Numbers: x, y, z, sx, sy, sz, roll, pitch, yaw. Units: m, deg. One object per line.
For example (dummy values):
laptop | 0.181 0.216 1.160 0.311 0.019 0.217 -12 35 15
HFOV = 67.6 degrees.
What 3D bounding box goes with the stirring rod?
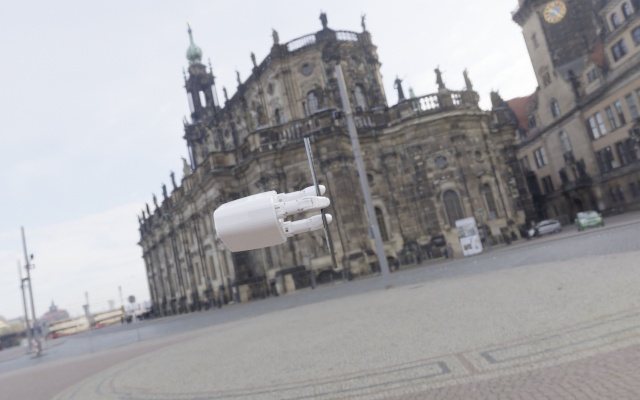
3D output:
stirring rod | 0.000 0.003 0.851 0.011 0.239 0.011 -12 -9 -2
